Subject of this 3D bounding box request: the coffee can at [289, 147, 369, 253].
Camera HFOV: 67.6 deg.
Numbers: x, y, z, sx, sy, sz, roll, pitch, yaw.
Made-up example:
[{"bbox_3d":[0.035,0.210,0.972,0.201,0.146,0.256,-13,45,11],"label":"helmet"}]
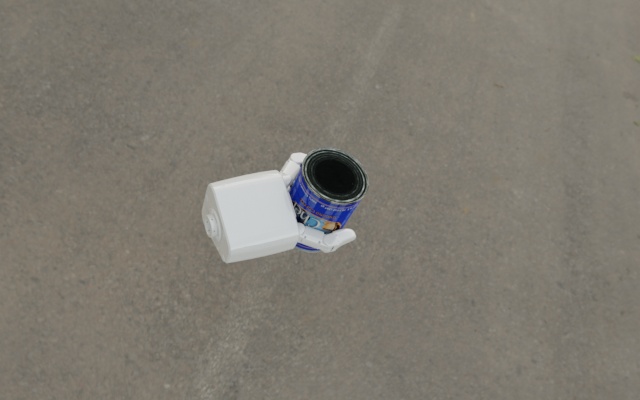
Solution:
[{"bbox_3d":[0.000,0.003,0.734,0.103,0.102,0.140,0,-34,-23],"label":"coffee can"}]
